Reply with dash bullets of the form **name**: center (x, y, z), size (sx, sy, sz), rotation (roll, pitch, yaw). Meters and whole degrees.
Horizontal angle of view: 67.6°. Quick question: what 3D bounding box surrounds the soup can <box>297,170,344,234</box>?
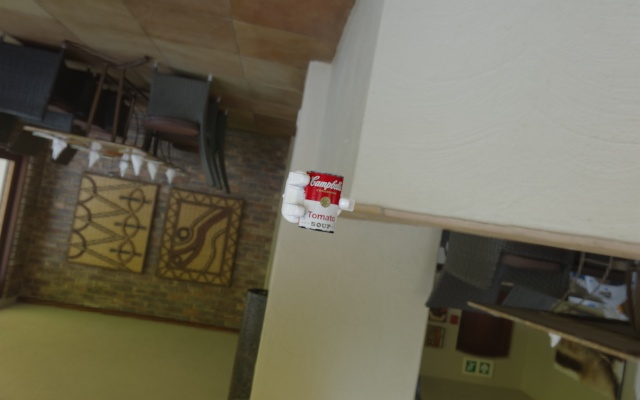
- **soup can**: center (0.000, 0.003, 0.841), size (0.068, 0.102, 0.068), rotation (10, -2, 0)
